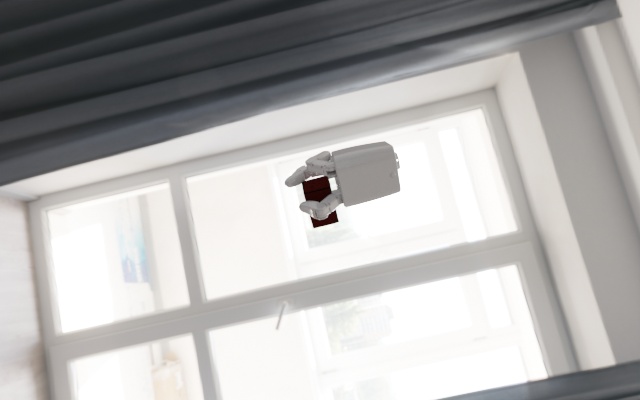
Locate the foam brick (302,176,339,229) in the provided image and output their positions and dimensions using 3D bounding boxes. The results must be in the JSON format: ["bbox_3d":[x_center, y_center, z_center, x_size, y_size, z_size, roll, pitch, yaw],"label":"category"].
[{"bbox_3d":[0.000,0.003,0.879,0.051,0.078,0.053,-14,29,0],"label":"foam brick"}]
